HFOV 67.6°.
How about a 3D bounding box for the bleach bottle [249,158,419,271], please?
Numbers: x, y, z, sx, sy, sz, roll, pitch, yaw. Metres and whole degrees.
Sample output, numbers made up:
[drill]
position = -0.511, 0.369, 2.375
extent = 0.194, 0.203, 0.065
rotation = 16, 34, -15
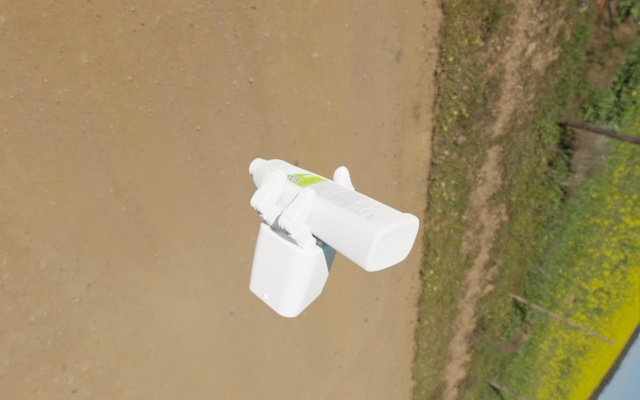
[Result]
[bleach bottle]
position = 0.000, 0.002, 0.643
extent = 0.250, 0.068, 0.102
rotation = 31, 26, 35
